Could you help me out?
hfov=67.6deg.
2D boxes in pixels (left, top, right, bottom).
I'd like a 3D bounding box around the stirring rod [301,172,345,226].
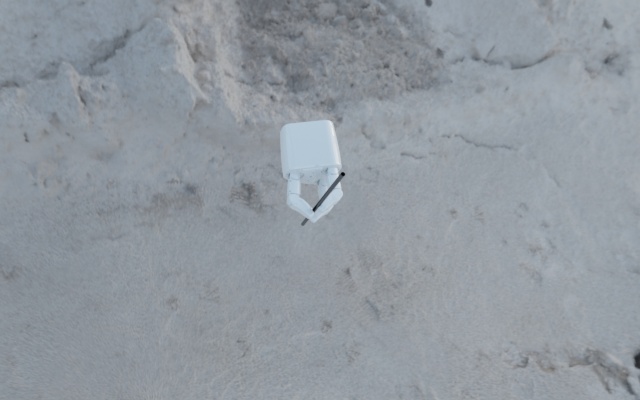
[{"bbox_3d":[0.000,0.003,0.888,0.011,0.011,0.240,0,-23,-19],"label":"stirring rod"}]
